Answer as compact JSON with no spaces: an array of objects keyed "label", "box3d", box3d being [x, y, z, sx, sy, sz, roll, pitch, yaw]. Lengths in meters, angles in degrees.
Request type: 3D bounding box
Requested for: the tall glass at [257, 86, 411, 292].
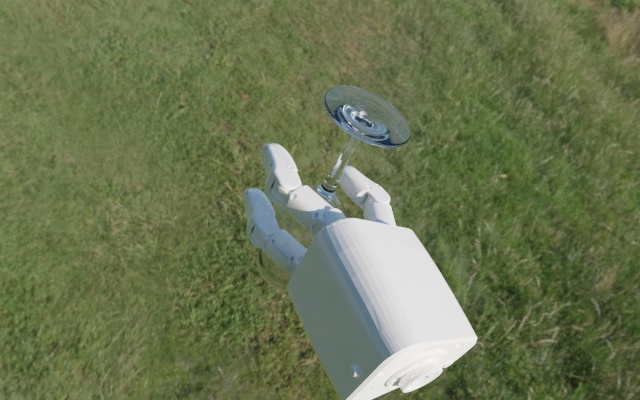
[{"label":"tall glass","box3d":[0.000,0.001,0.432,0.079,0.079,0.201,0,-43,-30]}]
